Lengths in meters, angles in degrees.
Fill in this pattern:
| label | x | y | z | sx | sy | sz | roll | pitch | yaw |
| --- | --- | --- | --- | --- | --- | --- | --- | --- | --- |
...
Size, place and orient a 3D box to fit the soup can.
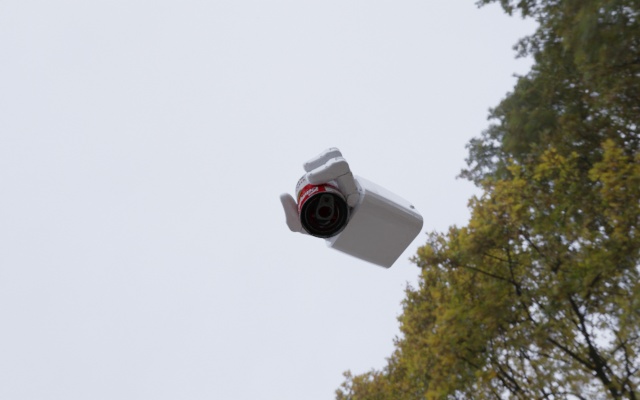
| label | x | y | z | sx | sy | sz | roll | pitch | yaw |
| --- | --- | --- | --- | --- | --- | --- | --- | --- | --- |
| soup can | 0.000 | 0.002 | 0.682 | 0.068 | 0.068 | 0.102 | 0 | 21 | -7 |
